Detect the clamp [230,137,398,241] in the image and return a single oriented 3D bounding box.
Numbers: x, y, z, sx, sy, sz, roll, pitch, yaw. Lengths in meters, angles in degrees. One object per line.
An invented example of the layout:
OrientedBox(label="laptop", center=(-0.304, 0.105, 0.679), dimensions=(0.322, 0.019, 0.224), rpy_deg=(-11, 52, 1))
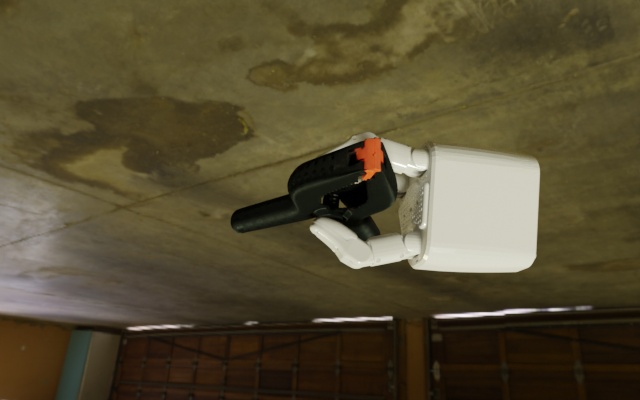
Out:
OrientedBox(label="clamp", center=(0.000, 0.002, 0.437), dimensions=(0.164, 0.036, 0.210), rpy_deg=(4, -21, -8))
